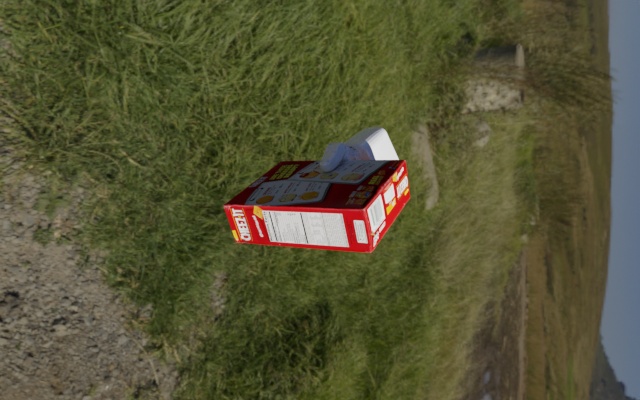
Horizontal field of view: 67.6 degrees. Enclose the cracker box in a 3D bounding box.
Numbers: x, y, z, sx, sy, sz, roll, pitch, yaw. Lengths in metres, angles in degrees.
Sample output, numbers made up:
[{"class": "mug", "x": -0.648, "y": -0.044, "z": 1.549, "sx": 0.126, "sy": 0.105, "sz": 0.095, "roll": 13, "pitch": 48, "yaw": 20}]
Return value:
[{"class": "cracker box", "x": 0.000, "y": 0.002, "z": 0.680, "sx": 0.213, "sy": 0.072, "sz": 0.164, "roll": 1, "pitch": 26, "yaw": 28}]
